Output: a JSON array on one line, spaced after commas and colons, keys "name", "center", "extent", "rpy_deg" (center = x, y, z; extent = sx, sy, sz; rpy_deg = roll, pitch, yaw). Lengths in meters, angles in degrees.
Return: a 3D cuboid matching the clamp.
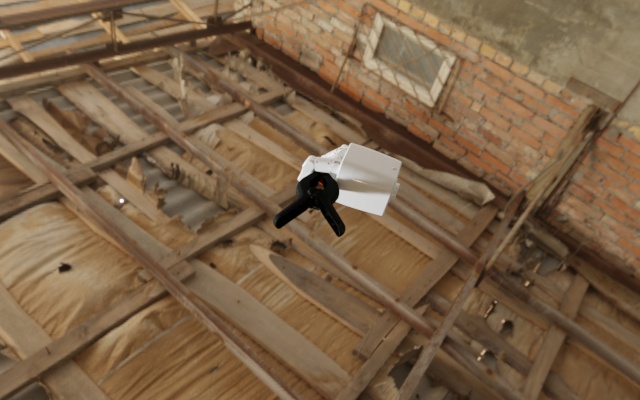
[{"name": "clamp", "center": [0.000, 0.003, 0.843], "extent": [0.120, 0.039, 0.171], "rpy_deg": [18, 43, 8]}]
